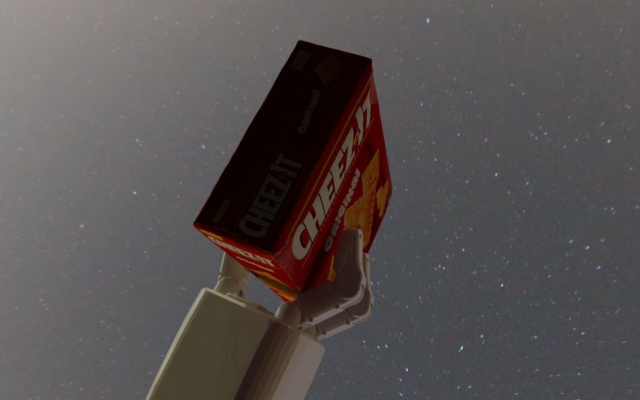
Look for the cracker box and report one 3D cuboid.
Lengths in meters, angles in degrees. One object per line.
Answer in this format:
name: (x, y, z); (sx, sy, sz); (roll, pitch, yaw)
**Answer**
cracker box: (0.000, 0.001, 0.417); (0.072, 0.164, 0.214); (19, -19, 20)
